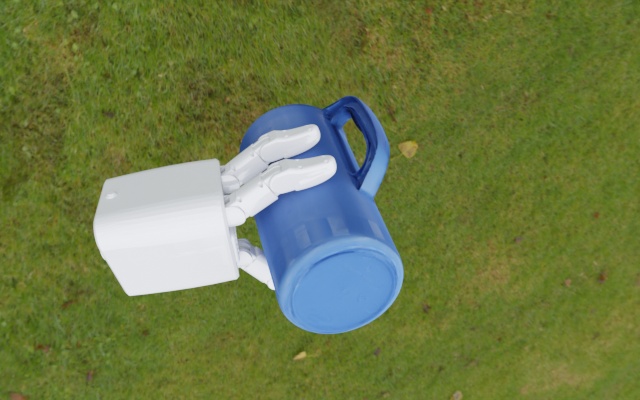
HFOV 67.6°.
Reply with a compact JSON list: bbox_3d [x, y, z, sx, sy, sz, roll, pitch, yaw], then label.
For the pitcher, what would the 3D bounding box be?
[{"bbox_3d":[0.000,0.002,0.480,0.145,0.149,0.242,-8,35,-10],"label":"pitcher"}]
